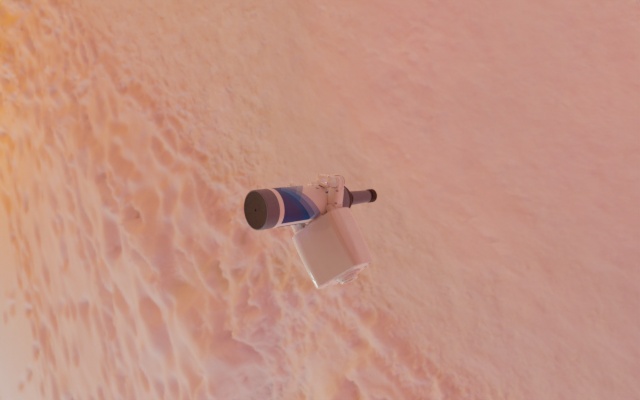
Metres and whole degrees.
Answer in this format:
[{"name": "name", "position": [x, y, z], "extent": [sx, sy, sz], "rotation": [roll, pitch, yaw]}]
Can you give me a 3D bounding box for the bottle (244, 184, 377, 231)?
[{"name": "bottle", "position": [0.000, 0.003, 0.871], "extent": [0.295, 0.069, 0.069], "rotation": [-7, 5, -44]}]
